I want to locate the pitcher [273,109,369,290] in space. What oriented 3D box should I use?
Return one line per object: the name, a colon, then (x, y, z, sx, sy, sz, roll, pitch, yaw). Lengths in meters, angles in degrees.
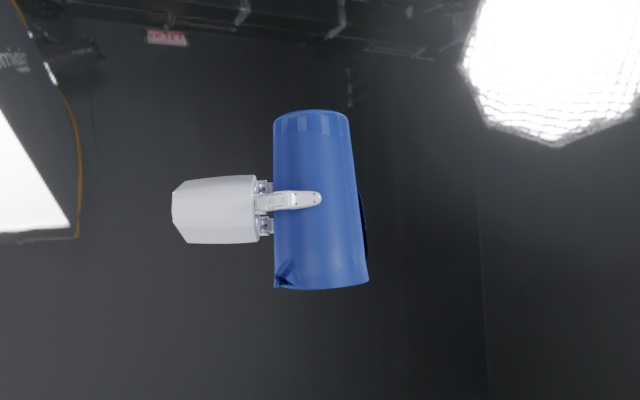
pitcher: (0.000, 0.002, 0.681, 0.145, 0.243, 0.149, -3, -3, -3)
